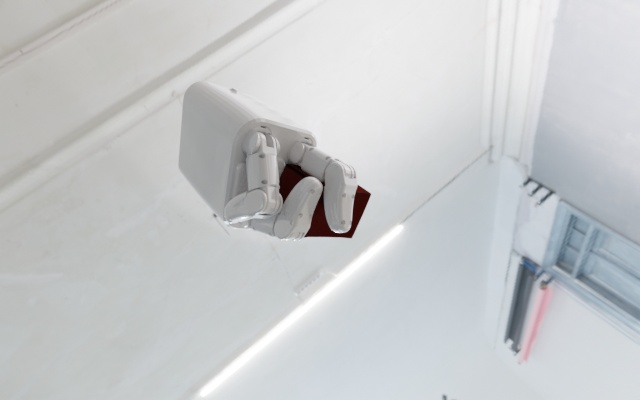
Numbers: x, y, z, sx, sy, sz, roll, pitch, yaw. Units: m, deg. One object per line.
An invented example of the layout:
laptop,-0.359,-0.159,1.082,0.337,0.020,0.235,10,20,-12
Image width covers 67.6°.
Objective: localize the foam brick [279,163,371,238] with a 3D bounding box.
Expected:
foam brick,0.000,0.002,0.460,0.078,0.053,0.051,7,23,-48
